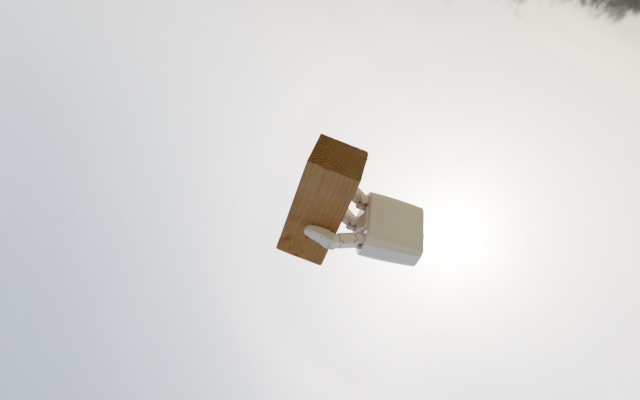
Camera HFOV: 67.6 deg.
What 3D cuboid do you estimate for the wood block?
[{"bbox_3d":[0.000,0.003,0.825,0.090,0.206,0.090,22,39,-1],"label":"wood block"}]
